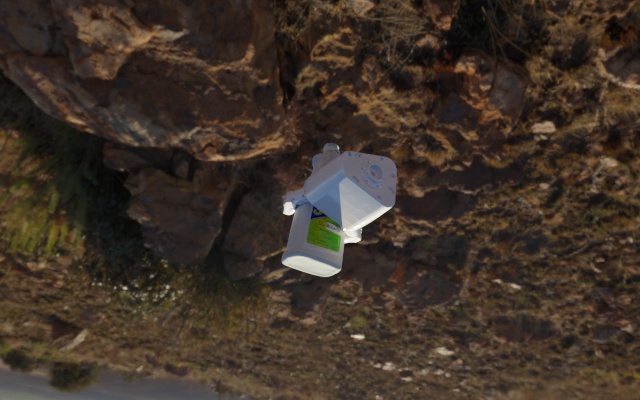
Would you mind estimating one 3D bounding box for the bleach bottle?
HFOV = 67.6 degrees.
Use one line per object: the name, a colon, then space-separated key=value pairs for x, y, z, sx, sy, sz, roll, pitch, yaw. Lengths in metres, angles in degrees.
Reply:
bleach bottle: x=0.000 y=0.003 z=0.856 sx=0.102 sy=0.250 sz=0.068 roll=22 pitch=-32 yaw=-24
